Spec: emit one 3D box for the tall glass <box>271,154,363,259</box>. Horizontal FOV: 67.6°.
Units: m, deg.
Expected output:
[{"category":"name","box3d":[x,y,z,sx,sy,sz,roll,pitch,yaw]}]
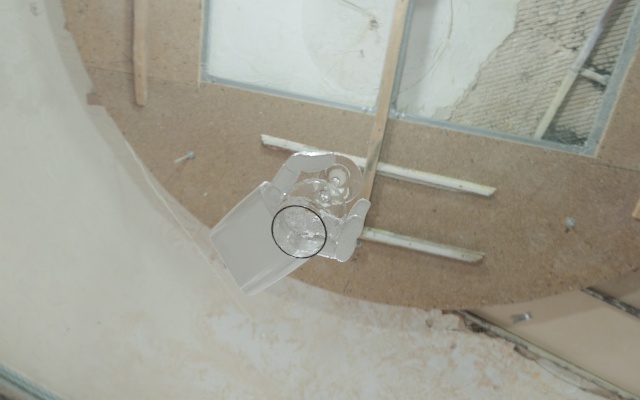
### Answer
[{"category":"tall glass","box3d":[0.000,0.002,0.594,0.079,0.079,0.201,0,19,14]}]
